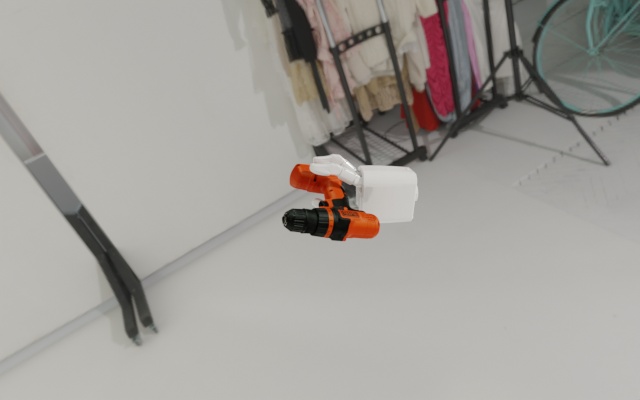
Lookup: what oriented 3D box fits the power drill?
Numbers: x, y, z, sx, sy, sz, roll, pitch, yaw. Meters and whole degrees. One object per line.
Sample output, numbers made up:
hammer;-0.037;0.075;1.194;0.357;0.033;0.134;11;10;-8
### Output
power drill;0.000;0.003;0.892;0.184;0.057;0.187;8;33;-25
